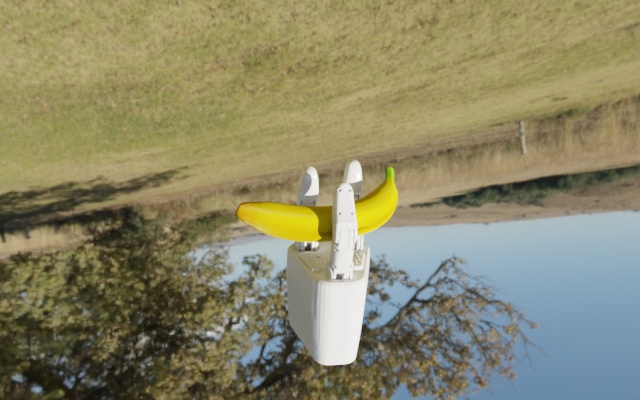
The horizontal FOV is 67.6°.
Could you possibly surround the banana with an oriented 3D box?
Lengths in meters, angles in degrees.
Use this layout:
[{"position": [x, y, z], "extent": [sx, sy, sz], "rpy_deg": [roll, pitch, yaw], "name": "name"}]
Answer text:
[{"position": [0.012, 0.013, 0.512], "extent": [0.198, 0.037, 0.069], "rpy_deg": [-13, 48, -27], "name": "banana"}]
